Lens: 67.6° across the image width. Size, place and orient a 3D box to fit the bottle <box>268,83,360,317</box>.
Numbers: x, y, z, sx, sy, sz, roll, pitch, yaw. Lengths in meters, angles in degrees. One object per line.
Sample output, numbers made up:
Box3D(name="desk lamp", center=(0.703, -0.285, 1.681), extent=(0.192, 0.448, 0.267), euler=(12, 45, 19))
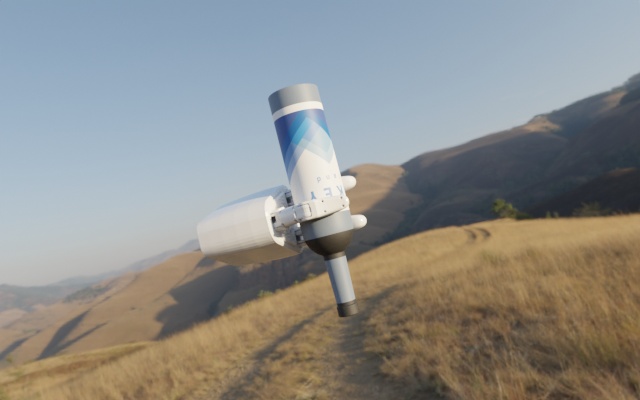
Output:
Box3D(name="bottle", center=(0.000, 0.002, 0.614), extent=(0.069, 0.295, 0.069), euler=(-14, -4, -1))
